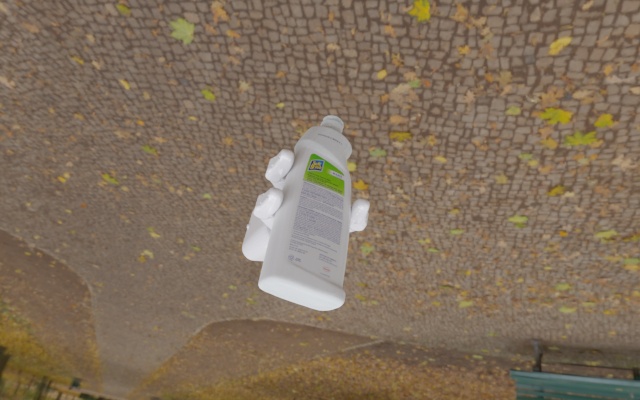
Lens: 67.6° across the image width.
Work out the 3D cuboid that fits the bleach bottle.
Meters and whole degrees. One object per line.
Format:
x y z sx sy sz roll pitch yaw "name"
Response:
0.000 0.002 0.604 0.102 0.250 0.068 24 -30 -19 "bleach bottle"
